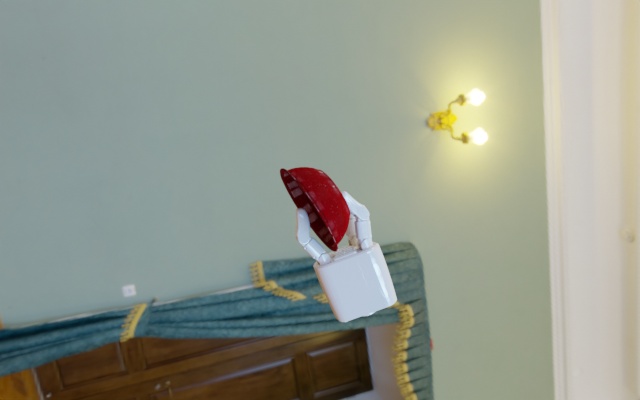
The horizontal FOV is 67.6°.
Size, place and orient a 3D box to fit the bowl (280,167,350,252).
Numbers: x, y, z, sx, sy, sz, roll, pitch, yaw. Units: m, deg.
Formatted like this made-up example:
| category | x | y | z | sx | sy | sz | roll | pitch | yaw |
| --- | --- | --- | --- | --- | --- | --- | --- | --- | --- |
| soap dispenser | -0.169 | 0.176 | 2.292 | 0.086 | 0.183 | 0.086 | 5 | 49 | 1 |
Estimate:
| category | x | y | z | sx | sy | sz | roll | pitch | yaw |
| --- | --- | --- | --- | --- | --- | --- | --- | --- | --- |
| bowl | 0.000 | 0.001 | 0.778 | 0.055 | 0.162 | 0.162 | -34 | 7 | -11 |
